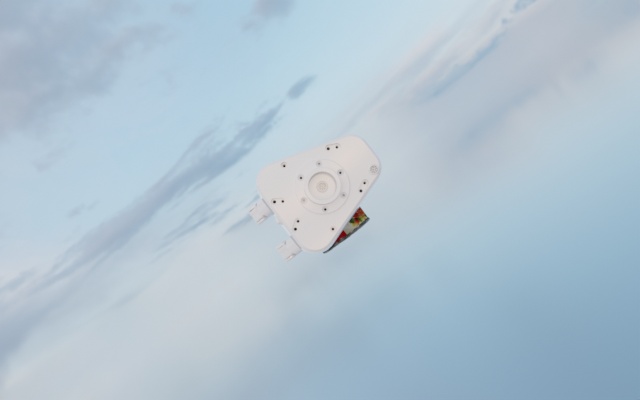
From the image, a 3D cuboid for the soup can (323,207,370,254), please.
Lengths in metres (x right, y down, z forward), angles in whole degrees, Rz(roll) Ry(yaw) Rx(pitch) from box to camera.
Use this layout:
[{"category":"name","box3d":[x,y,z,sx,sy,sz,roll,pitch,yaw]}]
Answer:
[{"category":"soup can","box3d":[0.000,0.002,0.559,0.068,0.102,0.068,-38,-1,-1]}]
